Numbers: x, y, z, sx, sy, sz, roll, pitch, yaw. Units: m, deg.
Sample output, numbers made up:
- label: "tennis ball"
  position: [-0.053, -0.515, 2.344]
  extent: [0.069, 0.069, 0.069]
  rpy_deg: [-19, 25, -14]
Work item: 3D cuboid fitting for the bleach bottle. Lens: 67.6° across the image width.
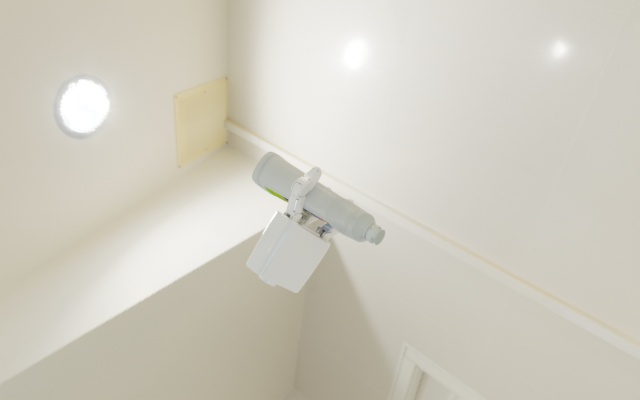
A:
- label: "bleach bottle"
  position: [0.000, 0.003, 0.820]
  extent: [0.250, 0.068, 0.103]
  rpy_deg: [30, -5, 32]
